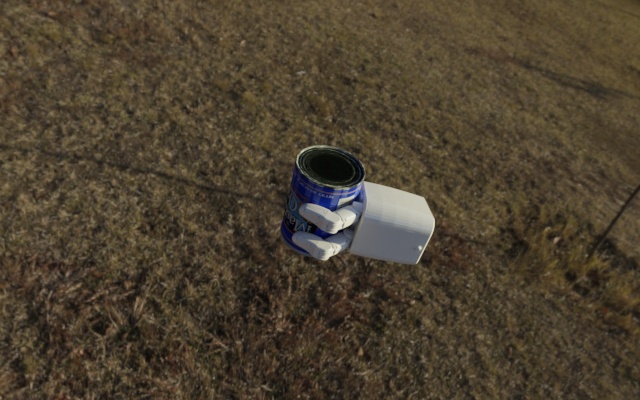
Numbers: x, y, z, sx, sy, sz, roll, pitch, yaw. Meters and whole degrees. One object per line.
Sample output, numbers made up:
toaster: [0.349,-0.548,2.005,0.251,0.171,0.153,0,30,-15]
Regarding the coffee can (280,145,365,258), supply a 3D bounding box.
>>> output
coffee can: [0.000,0.002,0.726,0.103,0.140,0.102,10,39,-8]
